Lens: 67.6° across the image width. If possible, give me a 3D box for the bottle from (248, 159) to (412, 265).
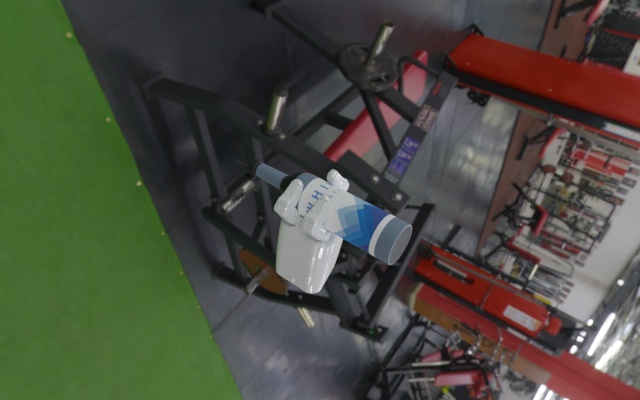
[{"bbox_3d":[0.000,0.003,0.759,0.295,0.069,0.069,28,13,26],"label":"bottle"}]
